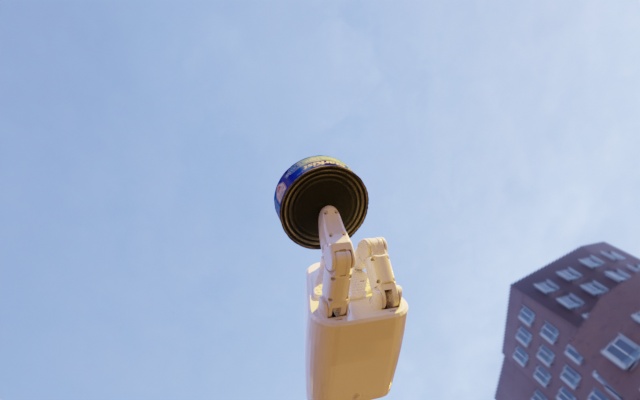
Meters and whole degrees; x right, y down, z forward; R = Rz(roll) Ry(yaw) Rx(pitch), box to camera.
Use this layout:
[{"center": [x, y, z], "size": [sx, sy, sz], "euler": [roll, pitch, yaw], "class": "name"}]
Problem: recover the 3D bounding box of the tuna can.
[{"center": [0.000, 0.001, 0.452], "size": [0.086, 0.086, 0.033], "euler": [0, 25, -19], "class": "tuna can"}]
